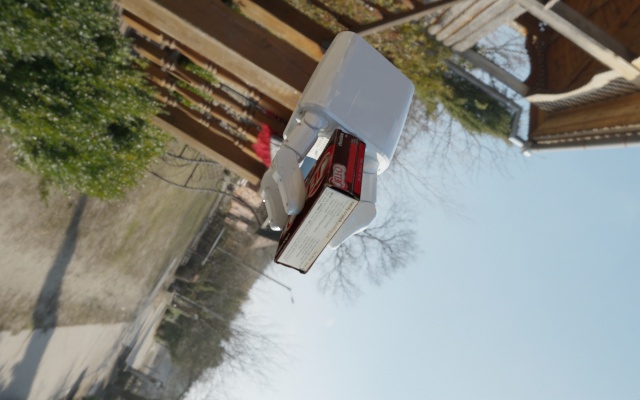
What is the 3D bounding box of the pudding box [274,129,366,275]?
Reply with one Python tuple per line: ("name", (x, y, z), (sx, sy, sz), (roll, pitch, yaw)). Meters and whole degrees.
("pudding box", (0.000, 0.002, 0.452), (0.039, 0.113, 0.090), (24, 38, -9))
